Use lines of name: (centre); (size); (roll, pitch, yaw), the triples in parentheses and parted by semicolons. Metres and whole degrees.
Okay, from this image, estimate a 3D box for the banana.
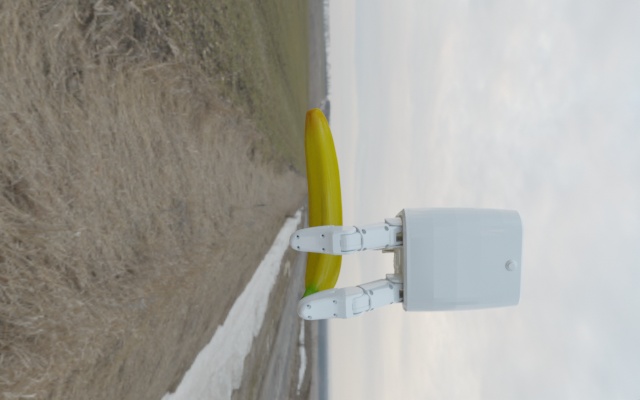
banana: (0.003, 0.009, 0.481); (0.037, 0.197, 0.070); (-2, -13, 8)
